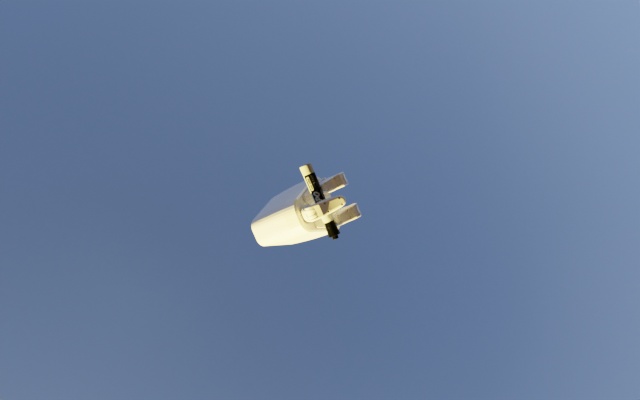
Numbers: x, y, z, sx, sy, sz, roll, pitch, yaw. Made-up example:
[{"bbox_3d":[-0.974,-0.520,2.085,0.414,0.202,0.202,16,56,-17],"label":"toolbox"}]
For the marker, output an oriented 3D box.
[{"bbox_3d":[0.000,0.002,0.721,0.020,0.121,0.020,-23,1,1],"label":"marker"}]
